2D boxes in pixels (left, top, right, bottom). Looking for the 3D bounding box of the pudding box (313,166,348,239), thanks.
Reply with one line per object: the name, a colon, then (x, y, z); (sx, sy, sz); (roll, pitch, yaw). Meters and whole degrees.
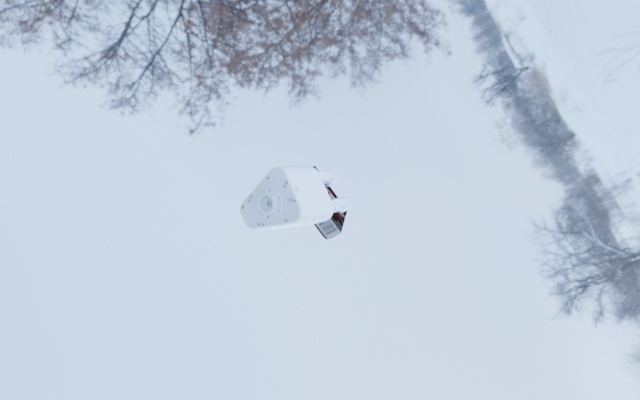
pudding box: (0.000, 0.003, 0.873); (0.039, 0.113, 0.090); (-28, 17, 23)
